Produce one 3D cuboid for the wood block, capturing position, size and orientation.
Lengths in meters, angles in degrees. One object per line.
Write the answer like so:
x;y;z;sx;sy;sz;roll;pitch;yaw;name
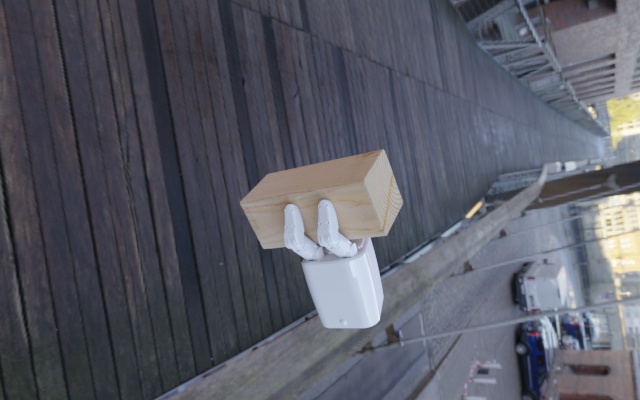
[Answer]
0.000;0.002;0.694;0.206;0.090;0.090;-9;26;32;wood block
